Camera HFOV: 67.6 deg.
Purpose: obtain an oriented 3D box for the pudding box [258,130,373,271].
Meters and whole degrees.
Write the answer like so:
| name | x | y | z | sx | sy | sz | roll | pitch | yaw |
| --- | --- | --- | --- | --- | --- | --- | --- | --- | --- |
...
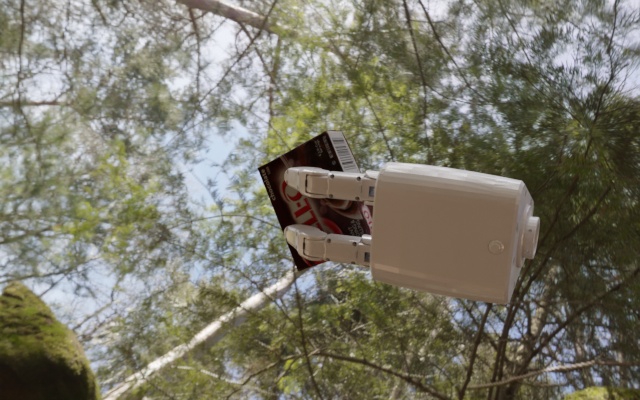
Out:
| name | x | y | z | sx | sy | sz | roll | pitch | yaw |
| --- | --- | --- | --- | --- | --- | --- | --- | --- | --- |
| pudding box | 0.000 | 0.001 | 0.457 | 0.090 | 0.113 | 0.039 | -24 | -6 | 32 |
